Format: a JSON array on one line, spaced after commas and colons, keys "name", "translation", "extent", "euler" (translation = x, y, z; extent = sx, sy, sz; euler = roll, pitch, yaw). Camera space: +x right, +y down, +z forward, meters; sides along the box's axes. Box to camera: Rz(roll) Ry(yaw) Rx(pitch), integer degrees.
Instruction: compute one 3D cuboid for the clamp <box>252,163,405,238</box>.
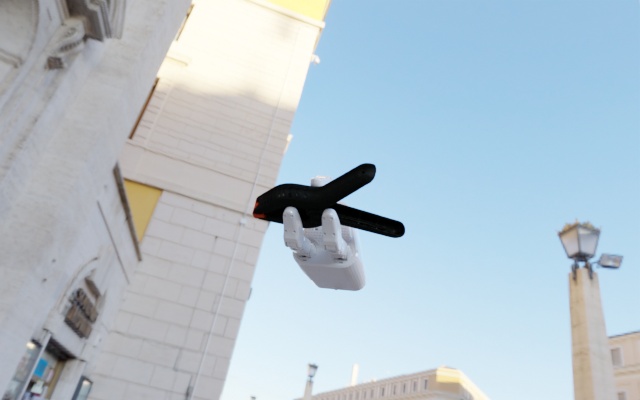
[{"name": "clamp", "translation": [0.000, 0.001, 0.637], "extent": [0.210, 0.036, 0.165], "euler": [2, -31, 18]}]
